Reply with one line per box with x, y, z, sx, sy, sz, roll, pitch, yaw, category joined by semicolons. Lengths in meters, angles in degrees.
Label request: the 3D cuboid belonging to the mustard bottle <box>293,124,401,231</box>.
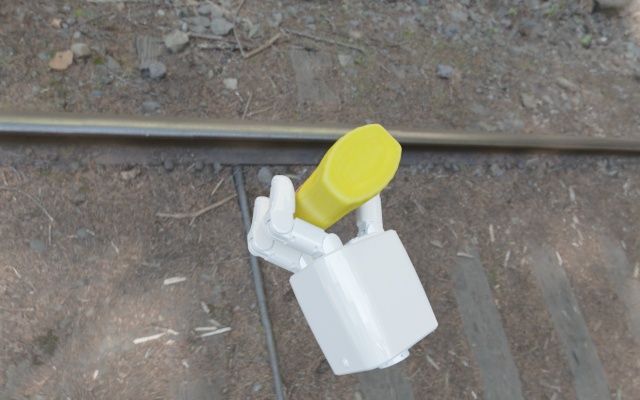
0.000;0.001;0.487;0.096;0.058;0.192;-47;2;-34;mustard bottle
